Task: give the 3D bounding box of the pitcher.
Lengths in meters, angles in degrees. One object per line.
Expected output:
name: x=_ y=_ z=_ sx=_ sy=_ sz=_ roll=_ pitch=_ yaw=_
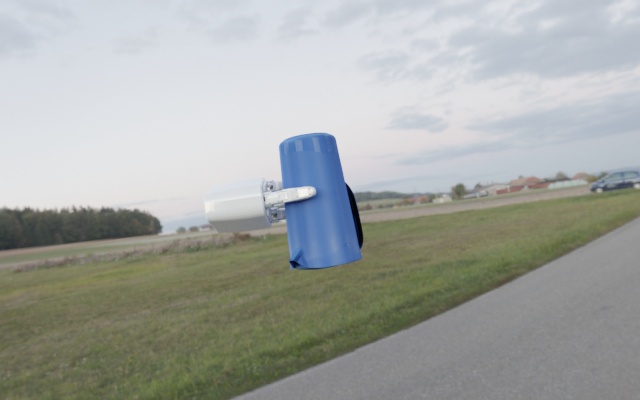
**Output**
pitcher: x=0.000 y=0.003 z=0.889 sx=0.145 sy=0.243 sz=0.149 roll=-9 pitch=-2 yaw=1
